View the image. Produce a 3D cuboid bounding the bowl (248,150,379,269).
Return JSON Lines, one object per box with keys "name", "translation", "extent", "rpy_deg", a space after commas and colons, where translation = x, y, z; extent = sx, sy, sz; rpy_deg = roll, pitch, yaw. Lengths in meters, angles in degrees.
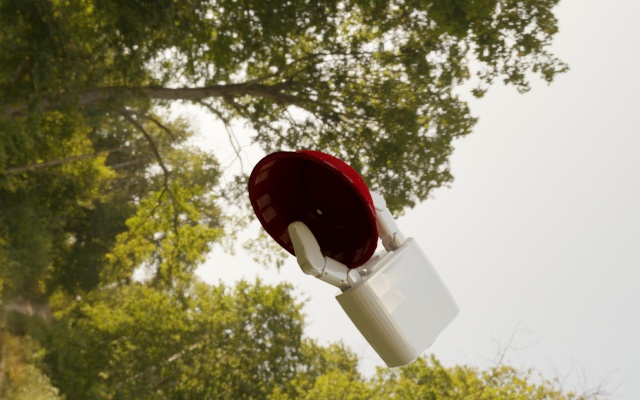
{"name": "bowl", "translation": [0.000, 0.000, 0.535], "extent": [0.162, 0.162, 0.055], "rpy_deg": [0, 36, 35]}
